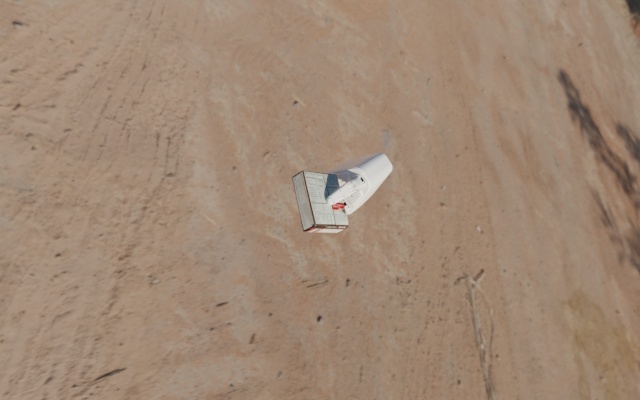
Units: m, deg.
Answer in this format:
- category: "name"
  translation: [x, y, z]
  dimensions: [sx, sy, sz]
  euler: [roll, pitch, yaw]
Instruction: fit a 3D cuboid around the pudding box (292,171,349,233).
- category: "pudding box"
  translation: [0.000, 0.003, 0.898]
  dimensions: [0.090, 0.113, 0.039]
  euler: [4, -26, -41]
